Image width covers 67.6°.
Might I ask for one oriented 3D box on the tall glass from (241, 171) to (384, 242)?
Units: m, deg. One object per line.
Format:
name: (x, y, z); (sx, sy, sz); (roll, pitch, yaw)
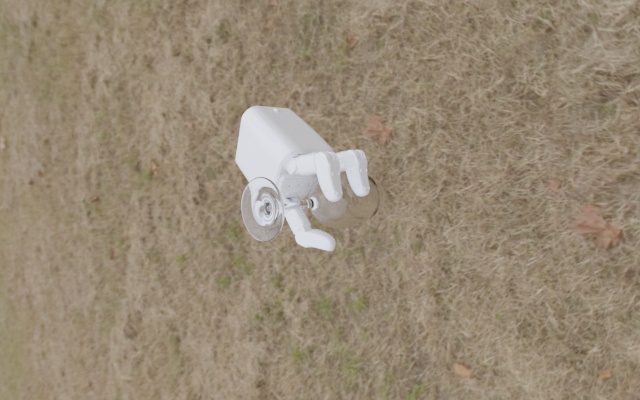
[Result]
tall glass: (0.000, 0.002, 0.615); (0.079, 0.079, 0.201); (0, 4, 43)
